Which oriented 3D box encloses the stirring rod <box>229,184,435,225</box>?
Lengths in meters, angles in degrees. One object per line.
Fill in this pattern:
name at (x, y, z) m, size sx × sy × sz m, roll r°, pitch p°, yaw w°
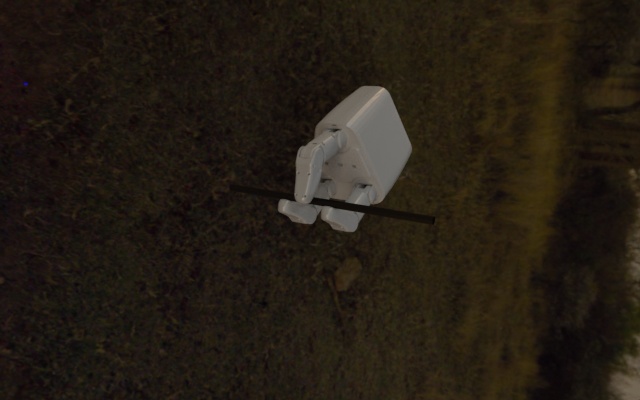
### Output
stirring rod at (0.000, 0.002, 0.494) m, size 0.239 × 0.011 × 0.011 m, roll 9°, pitch 5°, yaw 30°
